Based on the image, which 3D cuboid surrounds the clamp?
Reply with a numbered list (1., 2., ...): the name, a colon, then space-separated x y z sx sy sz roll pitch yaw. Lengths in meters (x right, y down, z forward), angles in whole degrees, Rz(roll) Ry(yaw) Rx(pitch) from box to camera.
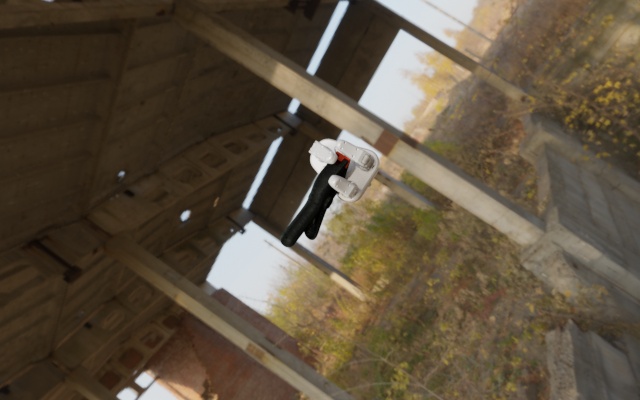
1. clamp: 0.000 0.002 0.788 0.039 0.171 0.120 34 4 10
